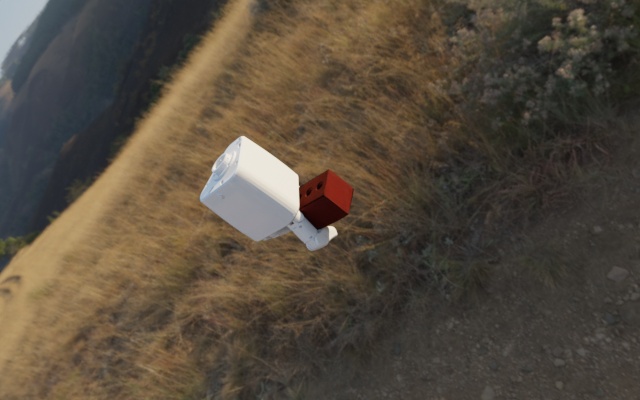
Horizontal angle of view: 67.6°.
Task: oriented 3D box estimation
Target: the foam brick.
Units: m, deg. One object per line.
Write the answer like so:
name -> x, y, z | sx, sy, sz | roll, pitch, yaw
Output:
foam brick -> 0.000, 0.002, 0.688 | 0.051, 0.053, 0.078 | 39, -48, -26
